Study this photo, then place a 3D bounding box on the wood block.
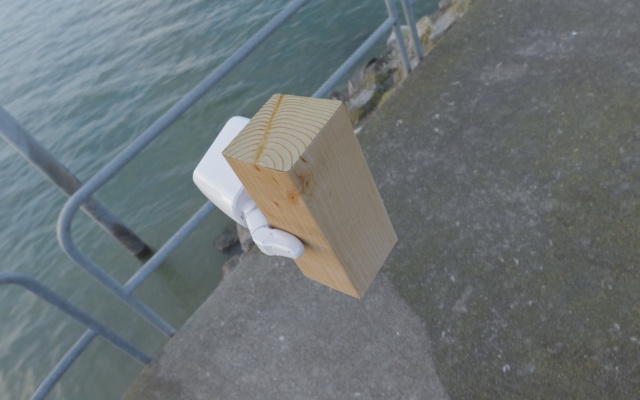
[{"bbox_3d":[0.000,0.002,0.500,0.090,0.090,0.206,16,-31,37],"label":"wood block"}]
